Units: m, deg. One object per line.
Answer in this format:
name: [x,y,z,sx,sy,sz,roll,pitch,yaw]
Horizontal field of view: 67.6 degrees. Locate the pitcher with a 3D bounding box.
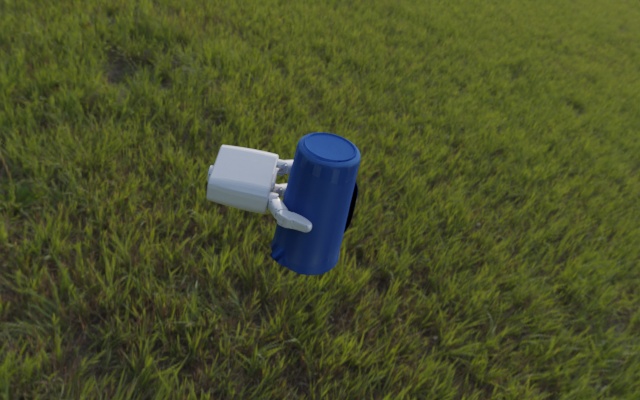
pitcher: [0.000,0.003,0.862,0.145,0.243,0.149,12,36,-3]
